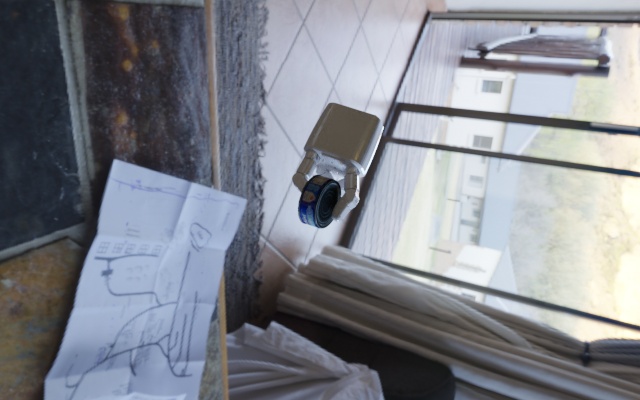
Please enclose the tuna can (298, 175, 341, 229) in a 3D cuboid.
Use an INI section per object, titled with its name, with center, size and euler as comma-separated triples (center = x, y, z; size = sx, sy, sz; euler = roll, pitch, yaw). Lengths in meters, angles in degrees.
[tuna can]
center = 0.001, 0.003, 0.786
size = 0.033, 0.086, 0.086
euler = 17, 8, 27
